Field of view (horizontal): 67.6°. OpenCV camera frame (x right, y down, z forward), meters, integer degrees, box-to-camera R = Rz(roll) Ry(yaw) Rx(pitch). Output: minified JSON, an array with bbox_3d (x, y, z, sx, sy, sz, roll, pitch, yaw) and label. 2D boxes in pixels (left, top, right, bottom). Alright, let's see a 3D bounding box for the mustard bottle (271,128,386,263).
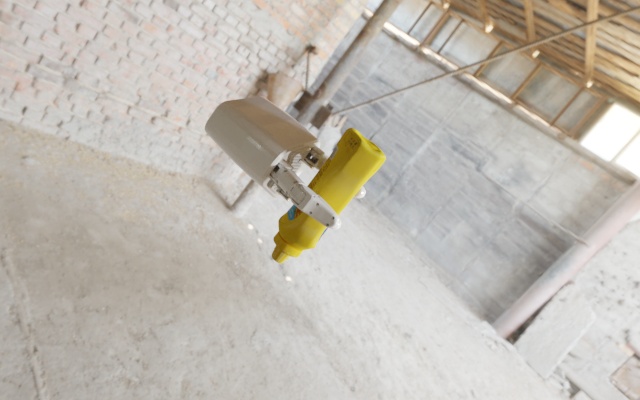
[{"bbox_3d":[0.001,0.002,0.594,0.058,0.192,0.096,36,13,-12],"label":"mustard bottle"}]
